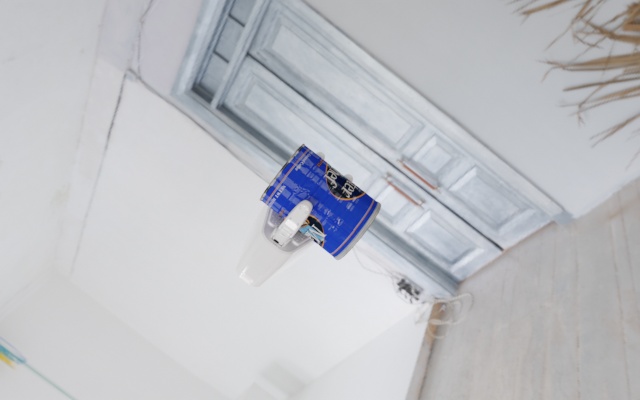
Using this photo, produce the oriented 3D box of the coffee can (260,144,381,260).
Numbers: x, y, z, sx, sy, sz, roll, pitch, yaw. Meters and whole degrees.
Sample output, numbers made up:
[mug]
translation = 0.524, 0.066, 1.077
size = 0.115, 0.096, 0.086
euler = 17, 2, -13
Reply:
[coffee can]
translation = 0.000, 0.002, 0.679
size = 0.140, 0.103, 0.103
euler = 38, -2, -2
